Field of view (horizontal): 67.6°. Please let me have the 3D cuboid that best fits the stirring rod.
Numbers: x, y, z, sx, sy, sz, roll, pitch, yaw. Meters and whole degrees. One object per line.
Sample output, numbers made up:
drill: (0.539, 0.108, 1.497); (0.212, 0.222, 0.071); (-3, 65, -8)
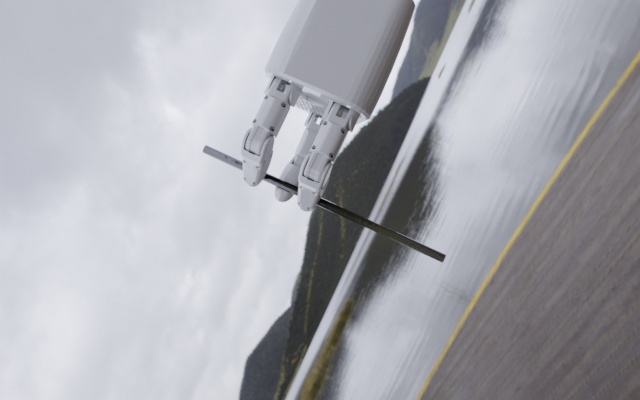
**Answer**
stirring rod: (0.000, 0.001, 0.434); (0.239, 0.011, 0.011); (25, 3, 7)
